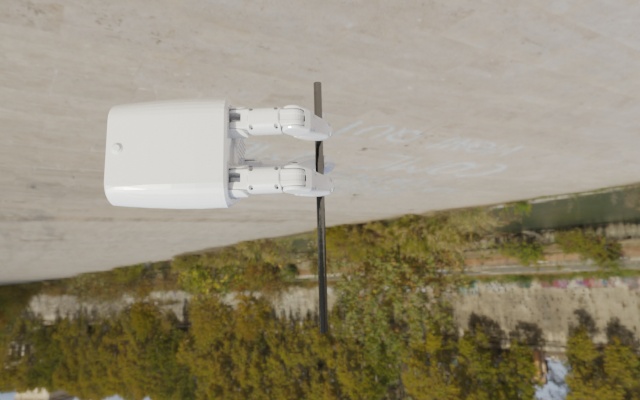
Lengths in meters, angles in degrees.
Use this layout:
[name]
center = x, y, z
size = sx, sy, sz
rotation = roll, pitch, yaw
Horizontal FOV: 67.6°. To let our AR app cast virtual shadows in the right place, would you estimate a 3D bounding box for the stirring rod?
[stirring rod]
center = 0.000, 0.001, 0.453
size = 0.011, 0.239, 0.011
rotation = -1, -11, 0
